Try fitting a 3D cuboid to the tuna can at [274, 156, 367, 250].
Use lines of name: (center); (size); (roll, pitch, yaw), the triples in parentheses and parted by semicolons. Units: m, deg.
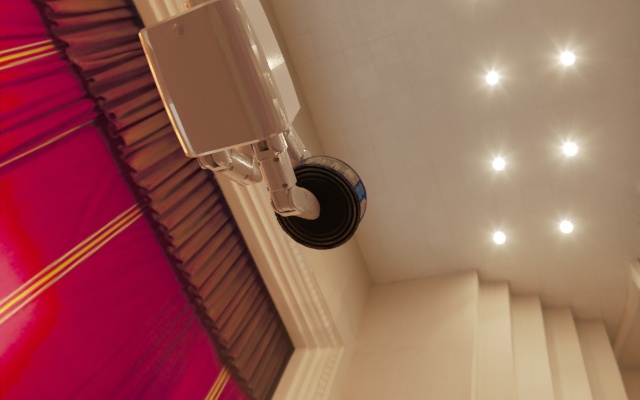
tuna can: (0.000, 0.001, 0.455); (0.086, 0.086, 0.033); (0, 22, 20)
